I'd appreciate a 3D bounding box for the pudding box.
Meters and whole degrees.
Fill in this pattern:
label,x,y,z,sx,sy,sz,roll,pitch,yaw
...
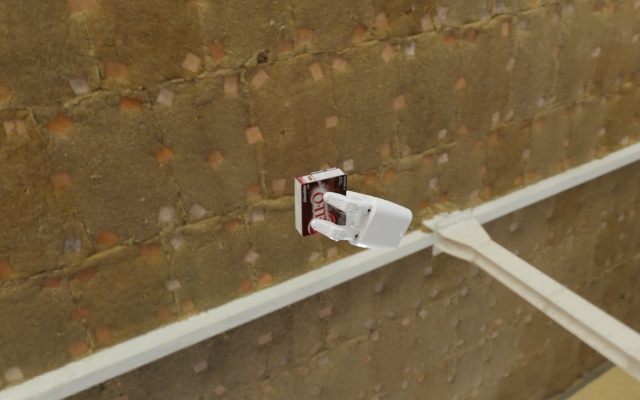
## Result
label,x,y,z,sx,sy,sz,roll,pitch,yaw
pudding box,0.000,0.003,0.862,0.090,0.114,0.039,-15,31,-23
